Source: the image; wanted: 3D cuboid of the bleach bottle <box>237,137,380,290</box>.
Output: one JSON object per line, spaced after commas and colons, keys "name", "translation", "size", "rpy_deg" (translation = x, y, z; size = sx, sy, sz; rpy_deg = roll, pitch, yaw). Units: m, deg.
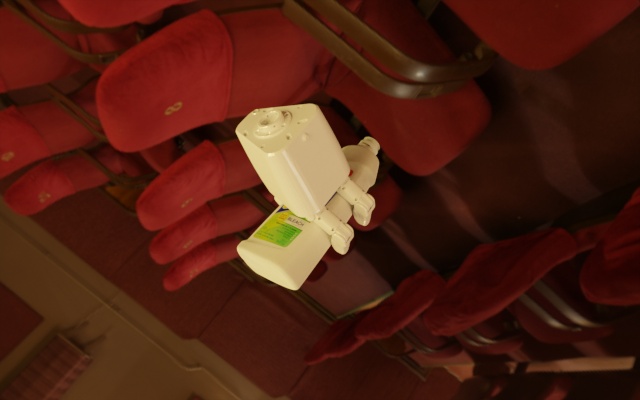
{"name": "bleach bottle", "translation": [0.000, 0.002, 0.674], "size": [0.102, 0.250, 0.068], "rpy_deg": [16, -32, 40]}
